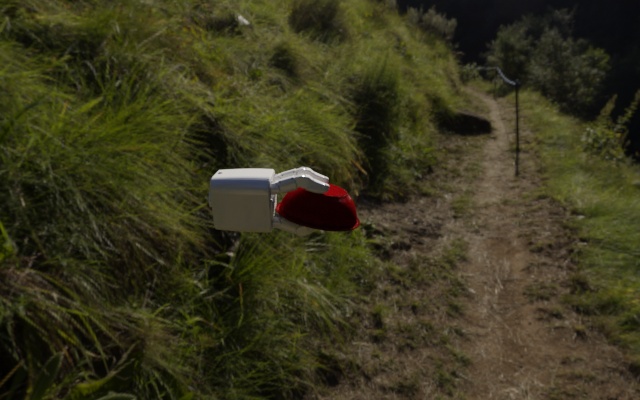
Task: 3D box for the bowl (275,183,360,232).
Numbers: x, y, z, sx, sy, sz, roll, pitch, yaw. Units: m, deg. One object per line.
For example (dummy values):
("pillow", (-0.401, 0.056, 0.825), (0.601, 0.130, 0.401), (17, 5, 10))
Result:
("bowl", (0.001, 0.003, 0.889), (0.162, 0.055, 0.162), (11, 16, -3))
